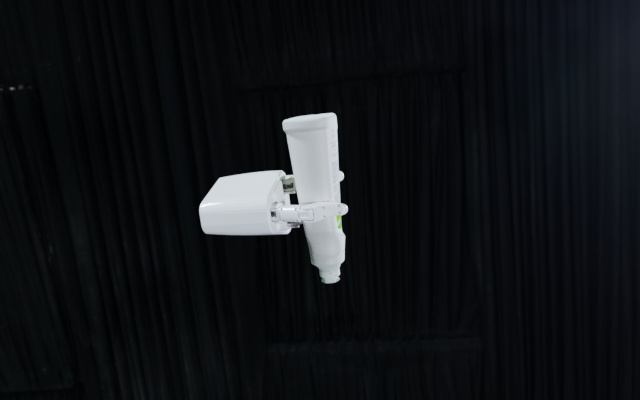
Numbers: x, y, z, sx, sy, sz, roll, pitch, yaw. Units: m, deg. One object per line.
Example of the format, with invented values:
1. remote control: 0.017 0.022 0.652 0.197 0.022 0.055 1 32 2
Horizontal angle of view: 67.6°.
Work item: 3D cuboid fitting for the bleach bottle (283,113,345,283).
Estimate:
1. bleach bottle: 0.000 0.002 0.700 0.068 0.251 0.102 -3 12 14
